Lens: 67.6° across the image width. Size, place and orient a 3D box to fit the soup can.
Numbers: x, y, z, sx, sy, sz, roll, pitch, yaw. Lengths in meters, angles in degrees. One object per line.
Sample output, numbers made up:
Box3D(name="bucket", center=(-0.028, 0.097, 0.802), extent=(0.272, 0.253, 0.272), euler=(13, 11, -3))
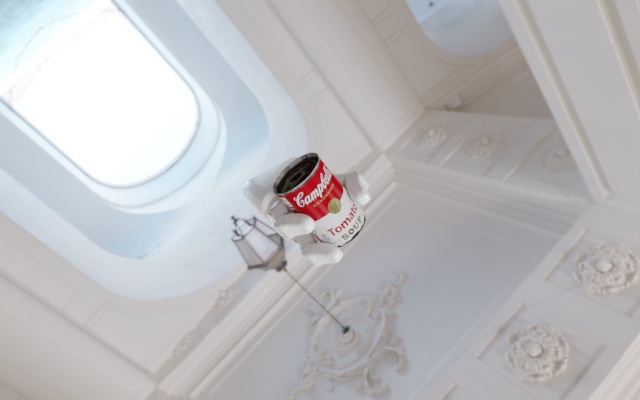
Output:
Box3D(name="soup can", center=(0.001, 0.002, 0.579), extent=(0.068, 0.068, 0.102), euler=(0, -42, 52))
